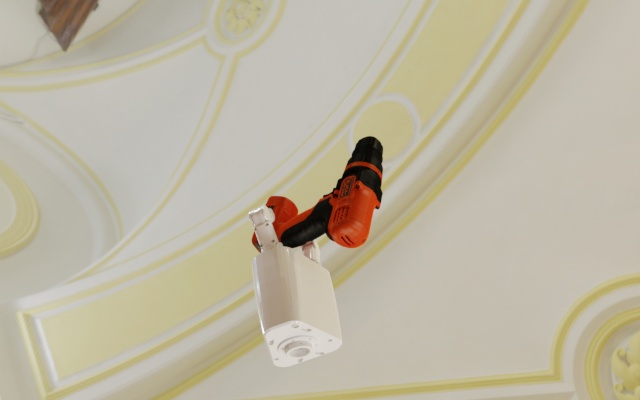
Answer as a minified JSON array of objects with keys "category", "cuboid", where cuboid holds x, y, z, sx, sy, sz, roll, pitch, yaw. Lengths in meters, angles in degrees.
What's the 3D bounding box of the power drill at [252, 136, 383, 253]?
[{"category":"power drill","cuboid":[0.000,0.003,0.652,0.188,0.184,0.057,-24,-58,36]}]
